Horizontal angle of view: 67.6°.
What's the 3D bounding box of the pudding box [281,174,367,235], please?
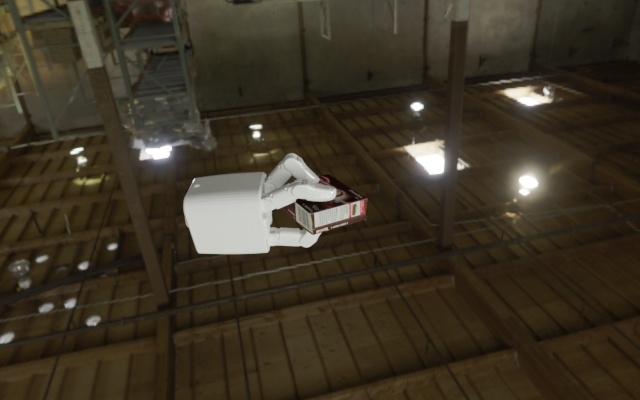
[{"bbox_3d":[0.000,0.002,0.689,0.090,0.039,0.113,-16,30,-24],"label":"pudding box"}]
